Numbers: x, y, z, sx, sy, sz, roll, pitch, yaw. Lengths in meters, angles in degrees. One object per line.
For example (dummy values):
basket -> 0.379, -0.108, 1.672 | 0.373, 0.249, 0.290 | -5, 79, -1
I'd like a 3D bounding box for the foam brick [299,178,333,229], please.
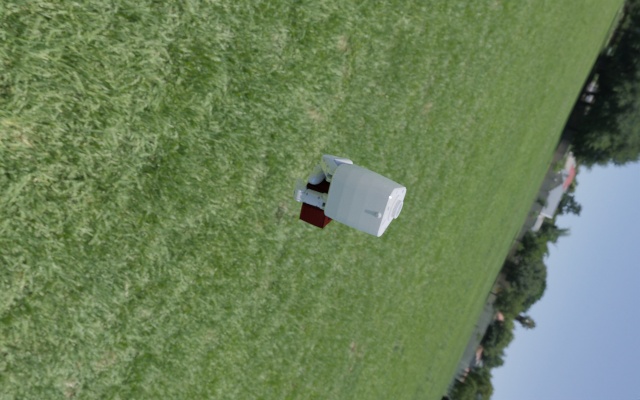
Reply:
foam brick -> 0.000, 0.003, 0.884 | 0.051, 0.078, 0.053 | 22, 29, 16
